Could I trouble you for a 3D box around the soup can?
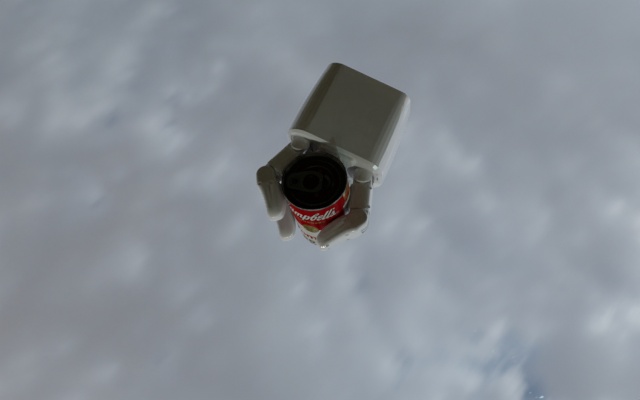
[{"bbox_3d":[0.000,0.002,0.524,0.068,0.068,0.102,0,-27,9],"label":"soup can"}]
